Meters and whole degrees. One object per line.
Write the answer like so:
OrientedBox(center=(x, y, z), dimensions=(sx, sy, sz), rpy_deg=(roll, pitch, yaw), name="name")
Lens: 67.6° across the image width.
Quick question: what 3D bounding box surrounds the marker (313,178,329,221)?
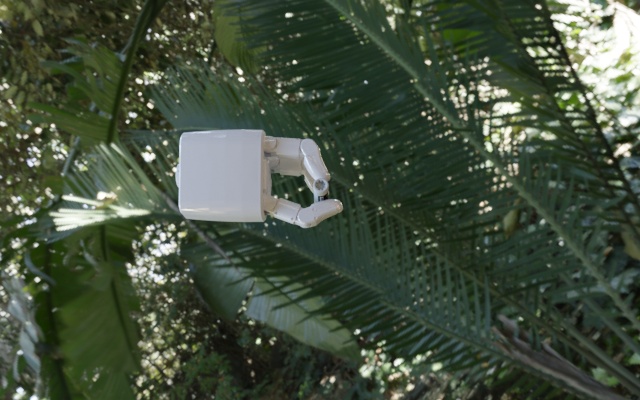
OrientedBox(center=(0.000, 0.002, 0.640), dimensions=(0.020, 0.020, 0.121), rpy_deg=(0, -20, 0), name="marker")
